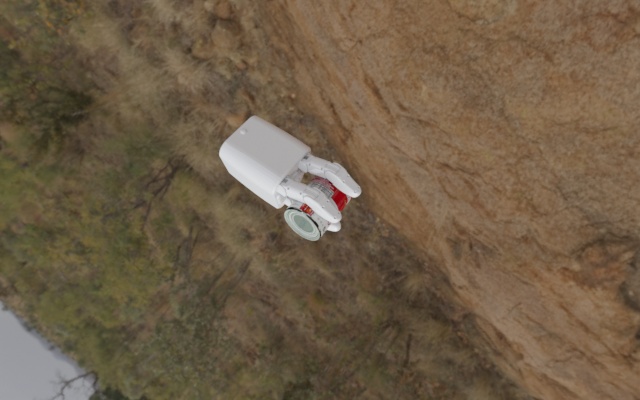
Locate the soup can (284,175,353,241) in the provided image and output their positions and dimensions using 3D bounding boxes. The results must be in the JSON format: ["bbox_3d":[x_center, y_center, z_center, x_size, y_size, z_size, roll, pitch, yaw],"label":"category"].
[{"bbox_3d":[0.000,0.003,0.727,0.068,0.068,0.102,0,42,48],"label":"soup can"}]
